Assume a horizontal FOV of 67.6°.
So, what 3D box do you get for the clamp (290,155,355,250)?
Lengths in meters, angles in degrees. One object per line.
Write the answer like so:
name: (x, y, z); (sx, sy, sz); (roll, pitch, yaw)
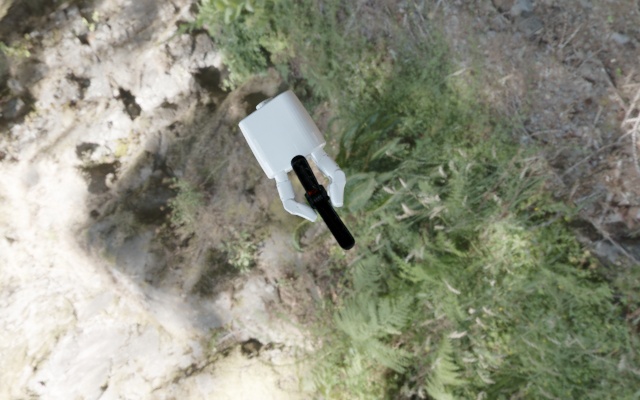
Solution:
clamp: (-0.001, 0.003, 0.804); (0.036, 0.164, 0.210); (-30, 2, -2)
